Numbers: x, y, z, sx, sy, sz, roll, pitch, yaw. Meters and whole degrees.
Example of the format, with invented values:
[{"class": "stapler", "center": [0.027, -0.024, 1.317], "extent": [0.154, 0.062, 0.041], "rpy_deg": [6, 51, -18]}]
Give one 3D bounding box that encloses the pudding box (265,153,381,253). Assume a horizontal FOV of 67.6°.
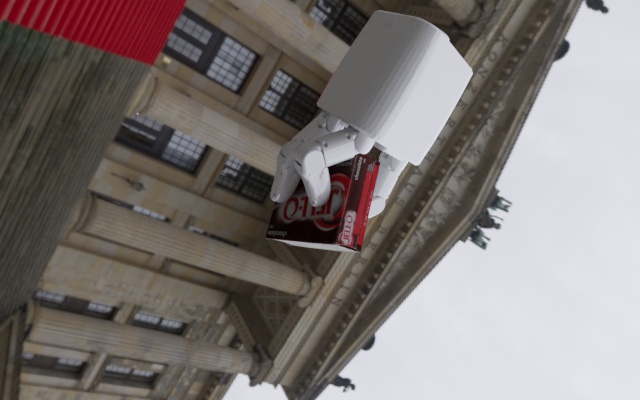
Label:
[{"class": "pudding box", "center": [0.000, 0.002, 0.468], "extent": [0.039, 0.090, 0.113], "rpy_deg": [24, -16, -35]}]
